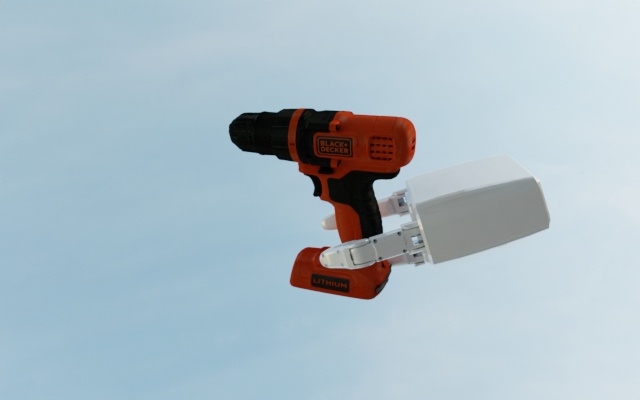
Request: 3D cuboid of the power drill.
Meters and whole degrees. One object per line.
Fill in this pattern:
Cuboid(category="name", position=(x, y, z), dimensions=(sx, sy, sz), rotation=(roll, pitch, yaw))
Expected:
Cuboid(category="power drill", position=(0.000, 0.002, 0.476), dimensions=(0.184, 0.188, 0.057), rotation=(7, 28, 22))
